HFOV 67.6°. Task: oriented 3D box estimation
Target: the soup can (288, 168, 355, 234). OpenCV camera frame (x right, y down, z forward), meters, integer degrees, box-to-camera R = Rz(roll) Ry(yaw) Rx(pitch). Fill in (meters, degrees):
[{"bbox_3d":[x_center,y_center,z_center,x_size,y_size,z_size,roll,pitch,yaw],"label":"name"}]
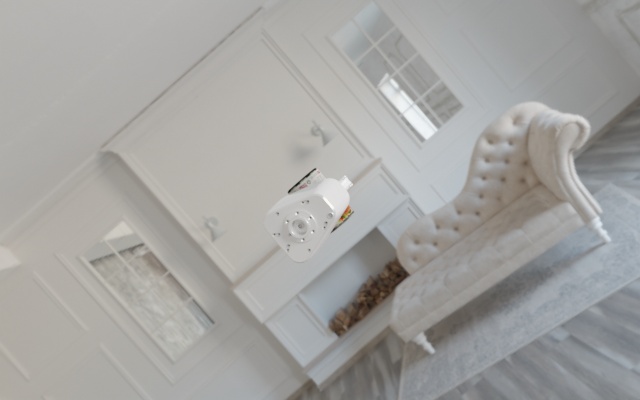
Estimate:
[{"bbox_3d":[0.000,0.002,0.822,0.068,0.102,0.068,-41,2,2],"label":"soup can"}]
